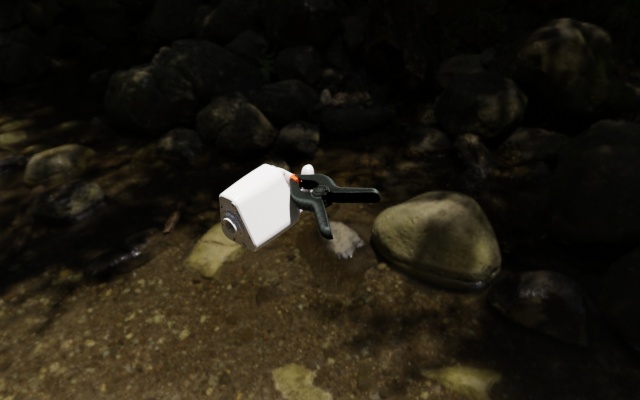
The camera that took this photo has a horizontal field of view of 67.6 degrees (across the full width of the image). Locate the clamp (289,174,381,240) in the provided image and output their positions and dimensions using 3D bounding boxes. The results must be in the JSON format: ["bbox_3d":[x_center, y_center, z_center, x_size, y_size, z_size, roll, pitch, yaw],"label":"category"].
[{"bbox_3d":[0.000,0.002,0.789,0.171,0.039,0.120,18,44,39],"label":"clamp"}]
